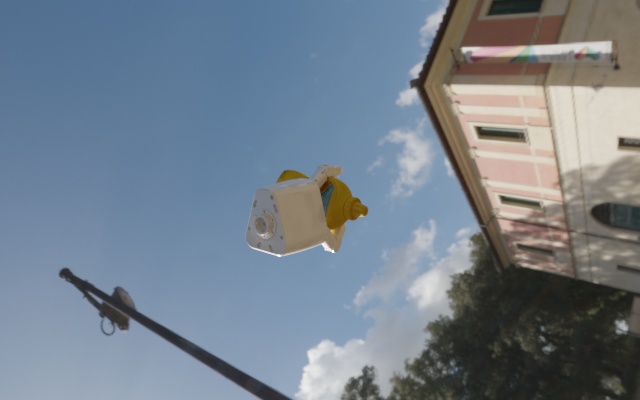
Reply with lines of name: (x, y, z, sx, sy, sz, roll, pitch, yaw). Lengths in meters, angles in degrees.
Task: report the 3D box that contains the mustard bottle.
mustard bottle: (0.000, 0.003, 0.864, 0.191, 0.096, 0.058, 11, -9, 36)
